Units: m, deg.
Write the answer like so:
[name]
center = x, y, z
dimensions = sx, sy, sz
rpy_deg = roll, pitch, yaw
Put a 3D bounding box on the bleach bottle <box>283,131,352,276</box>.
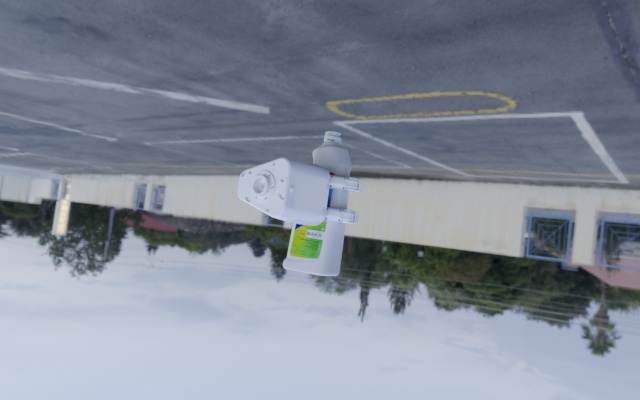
[bleach bottle]
center = 0.000, 0.003, 0.851
dimensions = 0.102, 0.251, 0.068
rpy_deg = 5, -4, 35
